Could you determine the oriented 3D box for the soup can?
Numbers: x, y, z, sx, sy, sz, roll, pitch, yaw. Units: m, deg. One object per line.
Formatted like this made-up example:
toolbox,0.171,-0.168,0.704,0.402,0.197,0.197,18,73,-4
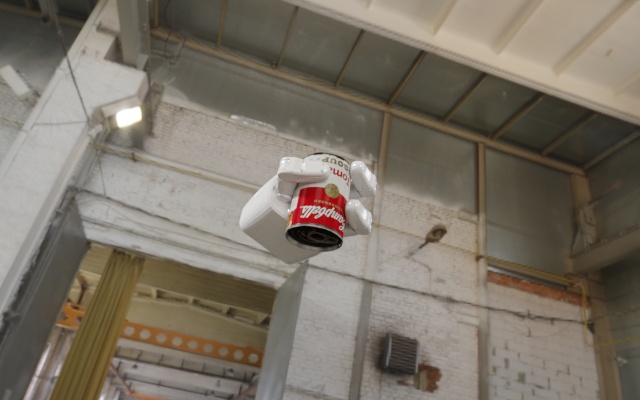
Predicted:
soup can,0.000,0.001,0.576,0.068,0.102,0.068,8,-30,4
